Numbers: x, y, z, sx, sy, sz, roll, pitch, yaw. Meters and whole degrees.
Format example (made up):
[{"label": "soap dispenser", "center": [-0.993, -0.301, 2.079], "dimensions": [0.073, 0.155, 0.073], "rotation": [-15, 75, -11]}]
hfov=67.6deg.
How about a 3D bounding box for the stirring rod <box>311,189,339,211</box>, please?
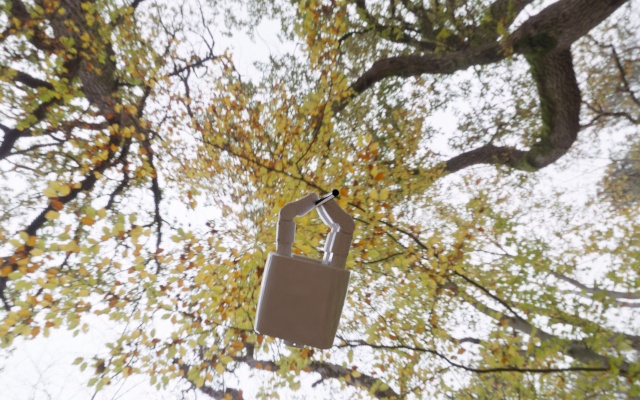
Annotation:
[{"label": "stirring rod", "center": [0.000, 0.002, 0.625], "dimensions": [0.011, 0.011, 0.239], "rotation": [0, -5, -8]}]
